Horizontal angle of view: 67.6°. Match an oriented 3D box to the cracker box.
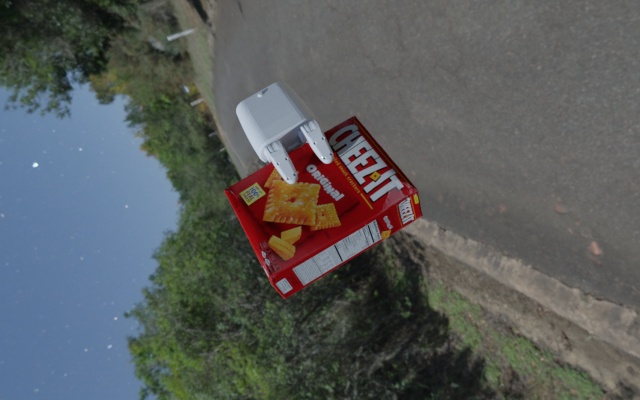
[{"bbox_3d":[0.000,0.002,0.640,0.213,0.164,0.072,-31,-35,-4],"label":"cracker box"}]
